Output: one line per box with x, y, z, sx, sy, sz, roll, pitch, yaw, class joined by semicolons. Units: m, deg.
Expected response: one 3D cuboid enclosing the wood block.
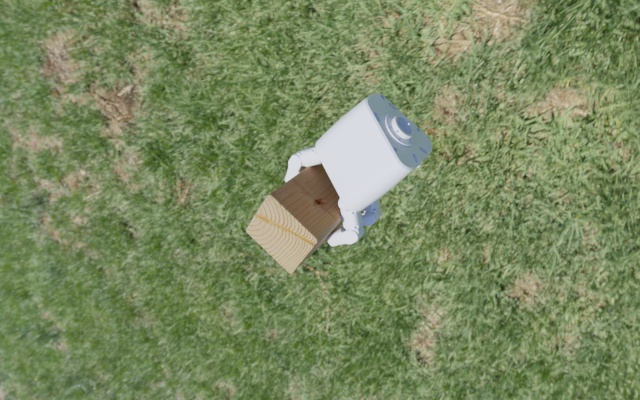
0.000;0.002;0.708;0.206;0.091;0.090;-39;-10;-47;wood block
